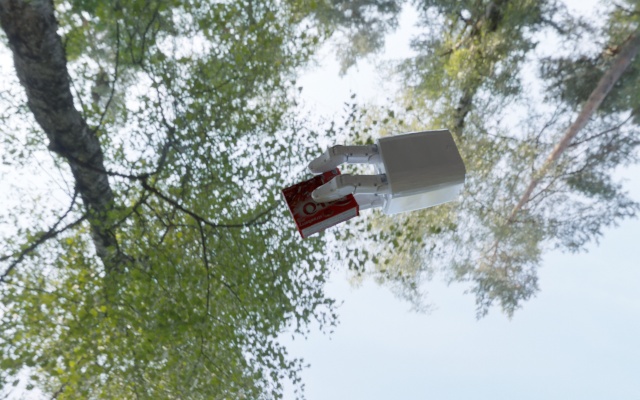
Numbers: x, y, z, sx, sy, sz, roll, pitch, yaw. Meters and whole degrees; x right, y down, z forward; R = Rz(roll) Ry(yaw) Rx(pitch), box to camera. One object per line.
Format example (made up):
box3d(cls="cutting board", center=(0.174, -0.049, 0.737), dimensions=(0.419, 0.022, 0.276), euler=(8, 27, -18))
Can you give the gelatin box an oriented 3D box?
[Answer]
box3d(cls="gelatin box", center=(0.000, 0.003, 0.663), dimensions=(0.089, 0.073, 0.030), euler=(-23, -32, -6))
